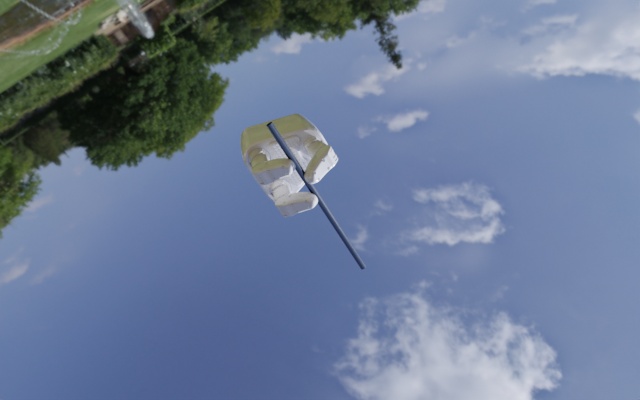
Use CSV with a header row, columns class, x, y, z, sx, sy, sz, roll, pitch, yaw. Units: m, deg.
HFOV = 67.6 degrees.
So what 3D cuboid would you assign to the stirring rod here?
class,x,y,z,sx,sy,sz,roll,pitch,yaw
stirring rod,0.000,0.002,0.602,0.011,0.240,0.011,-26,28,15
